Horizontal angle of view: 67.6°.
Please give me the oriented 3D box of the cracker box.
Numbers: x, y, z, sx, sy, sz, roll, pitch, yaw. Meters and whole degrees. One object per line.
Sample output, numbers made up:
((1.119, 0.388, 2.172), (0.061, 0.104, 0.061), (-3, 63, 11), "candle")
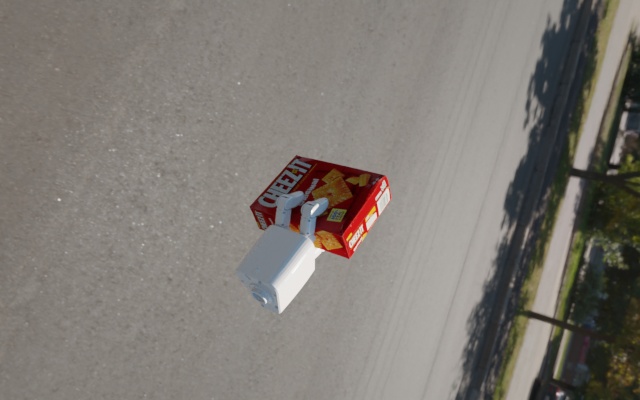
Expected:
((0.000, 0.003, 0.898), (0.213, 0.072, 0.164), (16, 51, 32), "cracker box")
